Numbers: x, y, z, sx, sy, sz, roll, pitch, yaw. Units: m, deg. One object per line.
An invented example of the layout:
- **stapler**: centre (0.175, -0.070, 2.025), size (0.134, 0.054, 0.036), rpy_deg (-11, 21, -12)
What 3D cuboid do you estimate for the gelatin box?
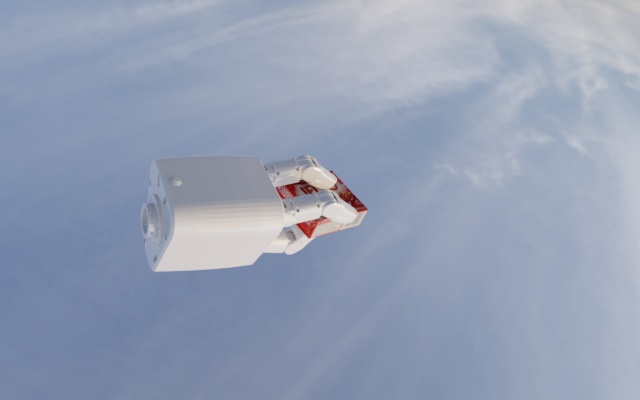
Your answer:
- **gelatin box**: centre (0.000, 0.002, 0.551), size (0.089, 0.030, 0.073), rpy_deg (-11, 50, -44)
